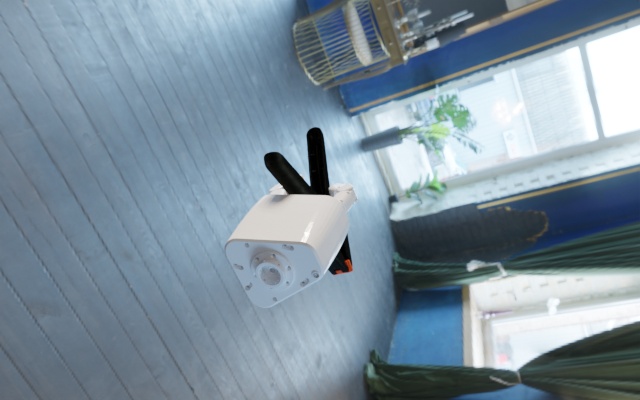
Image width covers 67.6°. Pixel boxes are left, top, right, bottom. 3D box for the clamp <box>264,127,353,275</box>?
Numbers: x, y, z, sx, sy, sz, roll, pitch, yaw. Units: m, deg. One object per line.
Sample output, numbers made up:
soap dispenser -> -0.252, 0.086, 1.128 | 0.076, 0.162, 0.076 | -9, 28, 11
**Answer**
clamp -> 0.001, 0.003, 0.661 | 0.036, 0.210, 0.164 | -14, 21, 25
